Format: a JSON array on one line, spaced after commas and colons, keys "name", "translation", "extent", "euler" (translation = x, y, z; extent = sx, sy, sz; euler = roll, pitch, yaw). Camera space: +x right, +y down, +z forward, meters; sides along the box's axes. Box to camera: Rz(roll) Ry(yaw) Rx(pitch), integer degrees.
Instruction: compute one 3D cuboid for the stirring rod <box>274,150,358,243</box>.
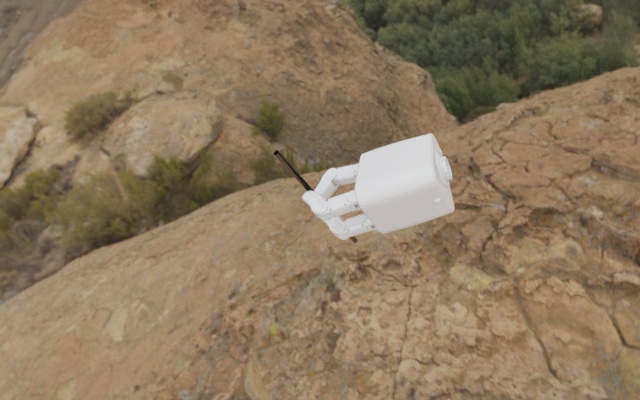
[{"name": "stirring rod", "translation": [0.000, 0.002, 0.707], "extent": [0.011, 0.011, 0.240], "euler": [0, -33, 35]}]
